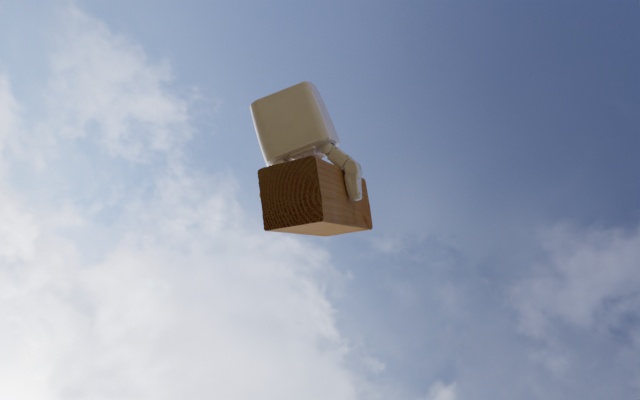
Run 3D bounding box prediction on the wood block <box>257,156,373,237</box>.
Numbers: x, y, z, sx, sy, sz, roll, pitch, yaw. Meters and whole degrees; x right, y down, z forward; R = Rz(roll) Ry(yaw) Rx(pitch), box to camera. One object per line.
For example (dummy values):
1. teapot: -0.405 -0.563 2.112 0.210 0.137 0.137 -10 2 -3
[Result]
1. wood block: 0.000 0.002 0.722 0.091 0.090 0.206 -12 -10 23
